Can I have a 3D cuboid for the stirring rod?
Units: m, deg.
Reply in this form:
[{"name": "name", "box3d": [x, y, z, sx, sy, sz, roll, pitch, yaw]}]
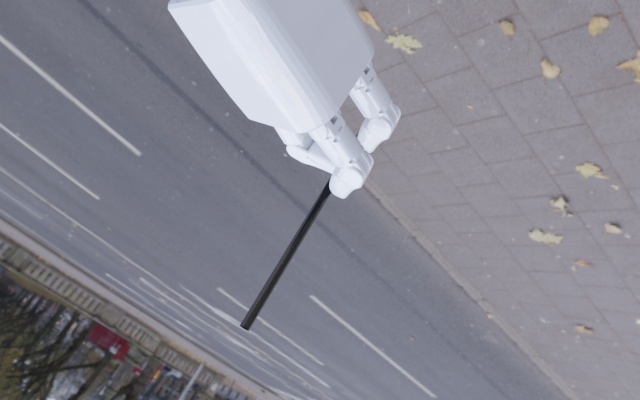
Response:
[{"name": "stirring rod", "box3d": [0.000, 0.001, 0.403, 0.011, 0.239, 0.011, 24, -27, 13]}]
